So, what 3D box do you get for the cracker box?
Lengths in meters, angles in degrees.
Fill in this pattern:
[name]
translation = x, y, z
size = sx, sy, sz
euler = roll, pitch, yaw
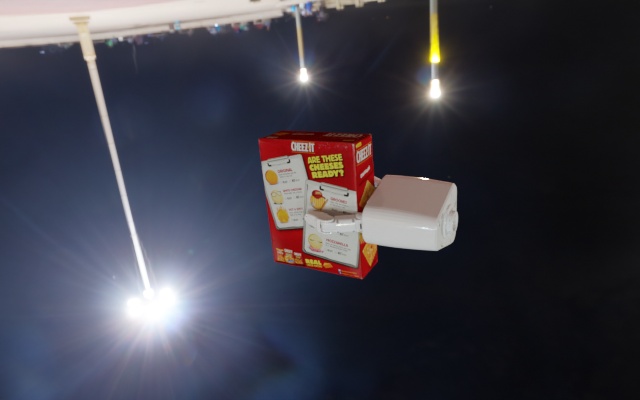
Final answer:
[cracker box]
translation = 0.000, 0.003, 0.746
size = 0.164, 0.214, 0.072
euler = 7, 23, 28
